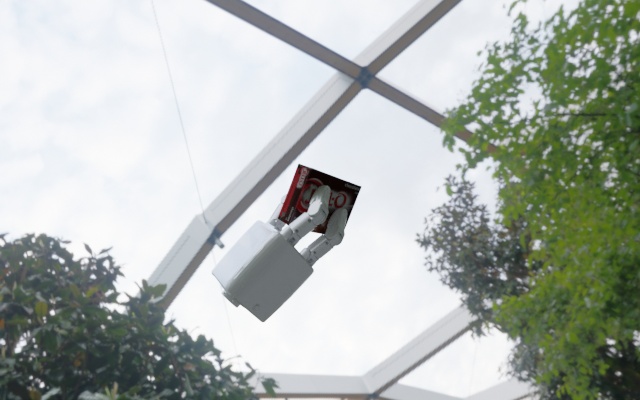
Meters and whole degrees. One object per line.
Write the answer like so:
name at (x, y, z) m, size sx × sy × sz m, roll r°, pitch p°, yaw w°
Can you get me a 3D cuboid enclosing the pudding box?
pudding box at (0.000, 0.002, 0.724) m, size 0.113 × 0.090 × 0.039 m, roll 16°, pitch 8°, yaw -44°
